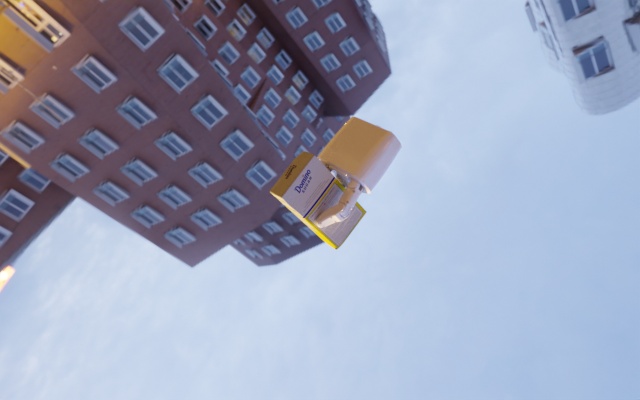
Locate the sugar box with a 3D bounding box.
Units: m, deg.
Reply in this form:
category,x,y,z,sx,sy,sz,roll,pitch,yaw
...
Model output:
category,x,y,z,sx,sy,sz,roll,pitch,yaw
sugar box,0.000,0.003,0.838,0.176,0.093,0.048,45,-12,-37
